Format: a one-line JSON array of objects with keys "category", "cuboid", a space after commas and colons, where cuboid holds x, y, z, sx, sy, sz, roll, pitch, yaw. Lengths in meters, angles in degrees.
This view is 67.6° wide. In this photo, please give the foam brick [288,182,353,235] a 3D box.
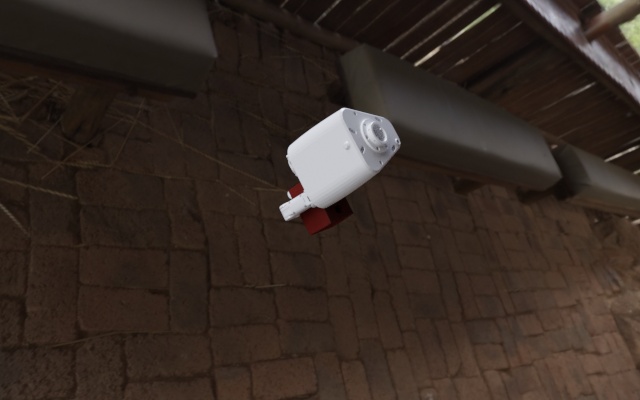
[{"category": "foam brick", "cuboid": [0.000, 0.003, 0.694, 0.051, 0.078, 0.053, -32, -7, 40]}]
